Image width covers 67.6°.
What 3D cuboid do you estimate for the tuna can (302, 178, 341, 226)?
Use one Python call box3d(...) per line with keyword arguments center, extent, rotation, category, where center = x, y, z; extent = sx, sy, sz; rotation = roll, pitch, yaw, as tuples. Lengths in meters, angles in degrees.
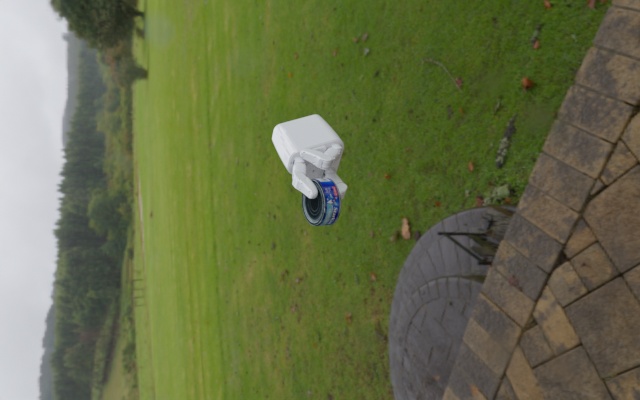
box3d(center=(0.000, 0.003, 0.856), extent=(0.034, 0.086, 0.086), rotation=(-4, 2, -31), category="tuna can")
